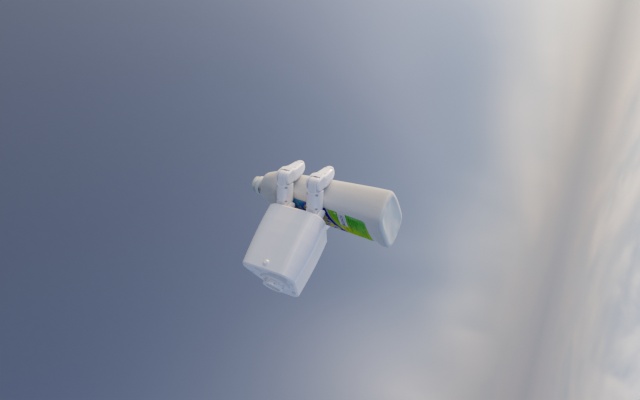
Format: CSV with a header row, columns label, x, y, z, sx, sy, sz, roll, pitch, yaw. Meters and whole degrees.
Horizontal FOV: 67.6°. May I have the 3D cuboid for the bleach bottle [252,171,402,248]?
label,x,y,z,sx,sy,sz,roll,pitch,yaw
bleach bottle,0.000,0.002,0.779,0.251,0.068,0.103,14,-26,27
